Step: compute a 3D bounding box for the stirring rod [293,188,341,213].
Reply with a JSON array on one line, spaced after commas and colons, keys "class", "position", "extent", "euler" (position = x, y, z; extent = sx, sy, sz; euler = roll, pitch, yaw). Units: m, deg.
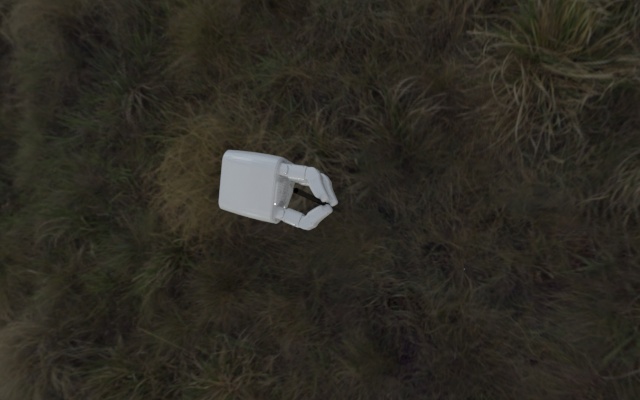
[{"class": "stirring rod", "position": [0.000, 0.003, 0.772], "extent": [0.011, 0.011, 0.239], "euler": [0, -8, 17]}]
